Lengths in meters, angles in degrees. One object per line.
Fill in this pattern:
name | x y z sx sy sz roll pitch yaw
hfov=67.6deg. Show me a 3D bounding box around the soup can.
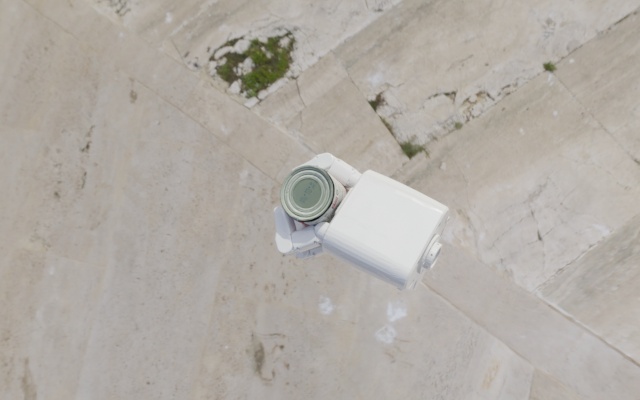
soup can | 0.000 0.002 0.583 0.068 0.068 0.102 0 -12 19
